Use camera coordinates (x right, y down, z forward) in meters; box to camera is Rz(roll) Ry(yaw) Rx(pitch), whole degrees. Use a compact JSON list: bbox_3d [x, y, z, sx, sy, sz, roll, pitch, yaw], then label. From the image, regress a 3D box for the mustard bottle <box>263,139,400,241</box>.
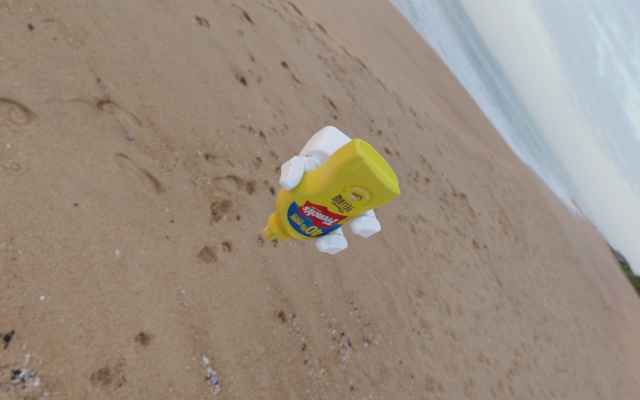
[{"bbox_3d":[0.000,0.002,0.625,0.192,0.058,0.096,-31,-48,25],"label":"mustard bottle"}]
